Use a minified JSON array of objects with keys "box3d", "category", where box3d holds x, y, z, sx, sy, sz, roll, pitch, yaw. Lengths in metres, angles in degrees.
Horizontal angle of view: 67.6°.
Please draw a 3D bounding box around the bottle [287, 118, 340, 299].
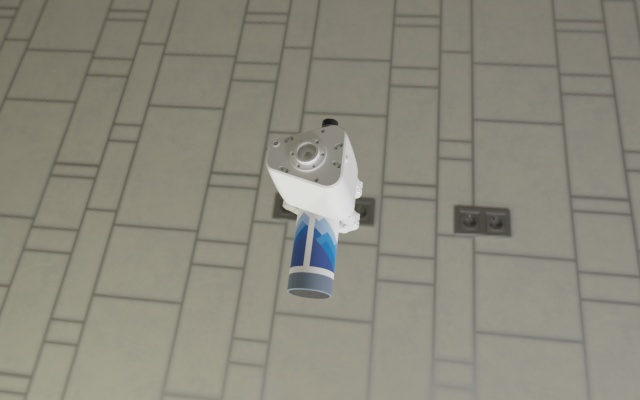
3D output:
[{"box3d":[0.000,0.003,0.756,0.069,0.295,0.069,6,-22,2],"category":"bottle"}]
